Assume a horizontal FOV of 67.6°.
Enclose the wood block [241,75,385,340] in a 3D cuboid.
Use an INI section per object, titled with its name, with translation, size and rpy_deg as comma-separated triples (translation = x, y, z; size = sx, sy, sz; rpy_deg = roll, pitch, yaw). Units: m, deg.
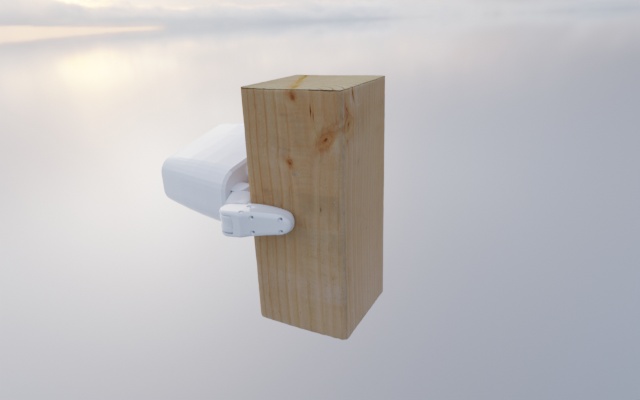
[wood block]
translation = 0.000, 0.001, 0.416
size = 0.090, 0.206, 0.090
rpy_deg = 8, 23, 27
